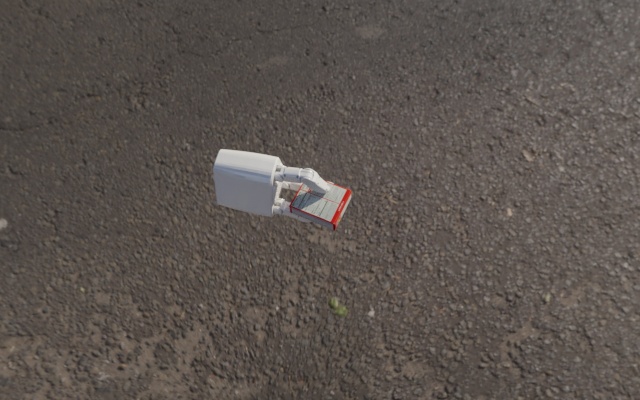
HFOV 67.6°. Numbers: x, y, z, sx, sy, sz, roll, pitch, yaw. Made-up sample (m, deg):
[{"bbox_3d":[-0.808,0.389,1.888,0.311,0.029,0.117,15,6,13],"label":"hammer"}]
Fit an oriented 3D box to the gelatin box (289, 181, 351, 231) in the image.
[{"bbox_3d":[0.000,0.003,0.838,0.089,0.073,0.030,21,-27,15],"label":"gelatin box"}]
